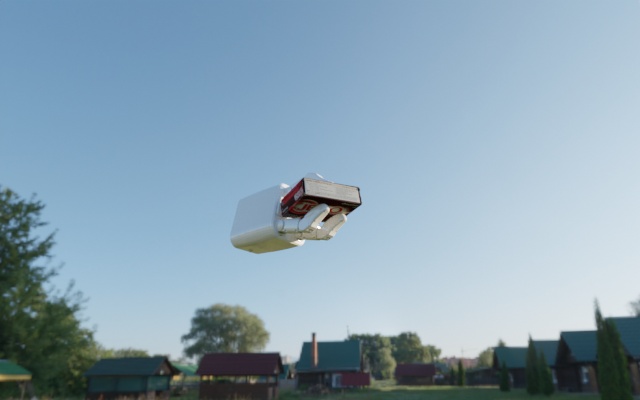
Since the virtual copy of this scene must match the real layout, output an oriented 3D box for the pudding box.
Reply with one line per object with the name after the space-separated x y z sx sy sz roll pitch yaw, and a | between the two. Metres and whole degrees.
0.000 0.003 0.820 0.113 0.039 0.090 7 -27 -28 | pudding box
